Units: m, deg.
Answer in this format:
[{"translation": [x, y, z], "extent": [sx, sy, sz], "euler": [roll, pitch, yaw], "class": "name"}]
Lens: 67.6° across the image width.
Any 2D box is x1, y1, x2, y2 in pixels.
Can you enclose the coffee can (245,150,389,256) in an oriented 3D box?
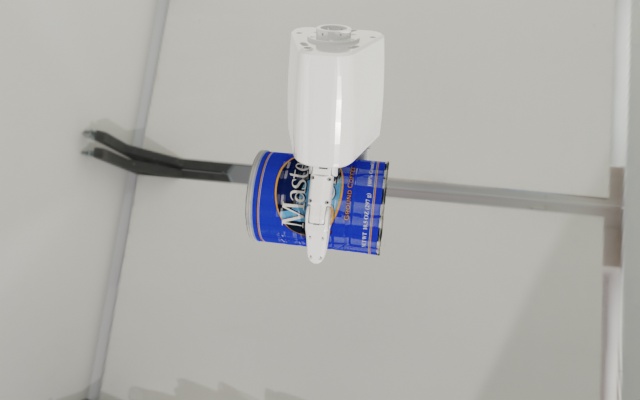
[{"translation": [0.000, 0.002, 0.523], "extent": [0.140, 0.103, 0.103], "euler": [6, 1, 7], "class": "coffee can"}]
